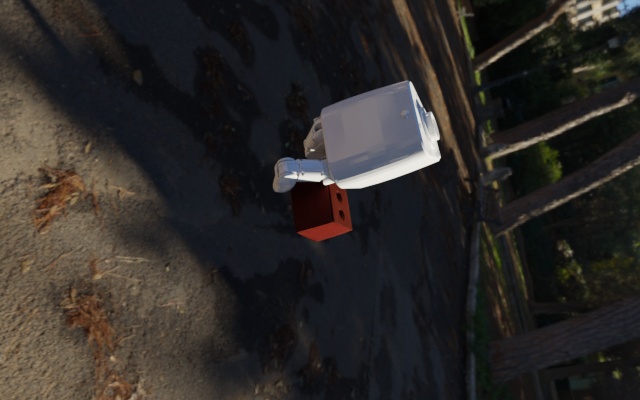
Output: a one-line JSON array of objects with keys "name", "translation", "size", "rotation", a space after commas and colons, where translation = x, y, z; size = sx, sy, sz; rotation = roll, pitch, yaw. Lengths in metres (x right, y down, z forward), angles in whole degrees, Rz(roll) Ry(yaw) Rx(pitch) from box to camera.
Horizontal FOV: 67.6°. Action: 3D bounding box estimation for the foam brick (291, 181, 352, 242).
[{"name": "foam brick", "translation": [0.000, 0.002, 0.568], "size": [0.051, 0.078, 0.053], "rotation": [-16, -21, 22]}]
